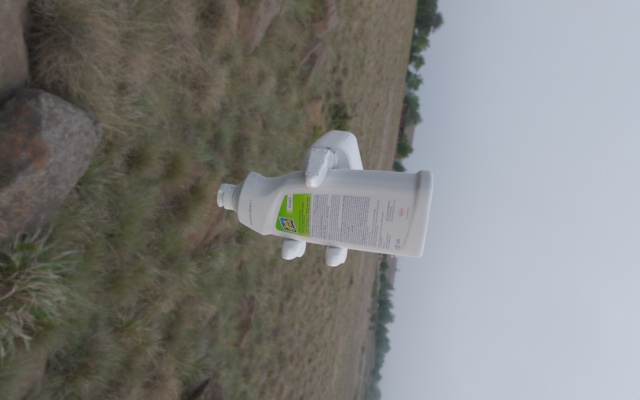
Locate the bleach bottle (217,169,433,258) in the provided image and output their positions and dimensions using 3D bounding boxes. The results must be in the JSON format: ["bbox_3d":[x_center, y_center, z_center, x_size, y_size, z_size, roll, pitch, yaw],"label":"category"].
[{"bbox_3d":[0.000,0.002,0.569,0.251,0.103,0.068,7,22,9],"label":"bleach bottle"}]
